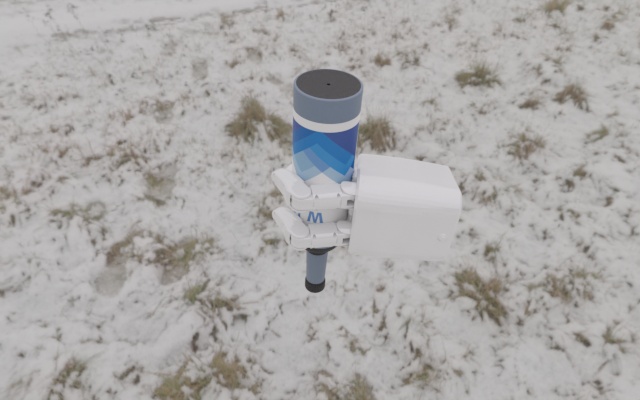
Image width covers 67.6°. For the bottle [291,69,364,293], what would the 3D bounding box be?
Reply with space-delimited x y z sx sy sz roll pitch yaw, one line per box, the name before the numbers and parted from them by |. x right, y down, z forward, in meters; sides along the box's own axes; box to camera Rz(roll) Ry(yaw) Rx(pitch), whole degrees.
bottle | 0.000 0.002 0.546 0.069 0.296 0.069 2 40 -2
